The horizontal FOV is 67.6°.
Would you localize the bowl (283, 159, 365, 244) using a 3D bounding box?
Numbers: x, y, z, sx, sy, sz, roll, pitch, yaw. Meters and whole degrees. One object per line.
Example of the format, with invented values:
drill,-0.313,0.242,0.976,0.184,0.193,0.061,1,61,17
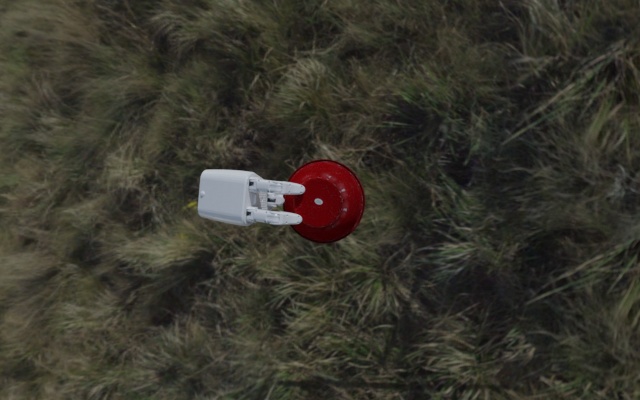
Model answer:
bowl,0.001,0.003,0.887,0.162,0.162,0.055,0,2,11
